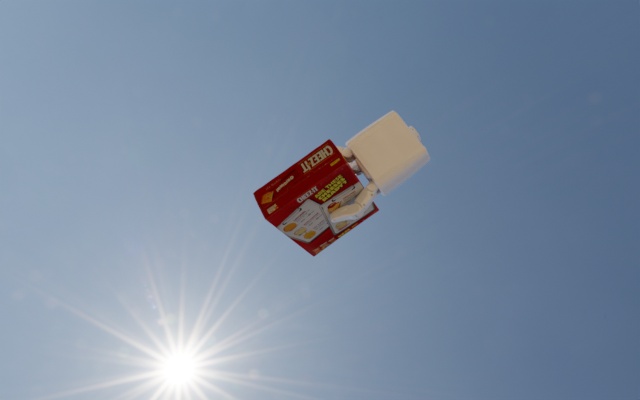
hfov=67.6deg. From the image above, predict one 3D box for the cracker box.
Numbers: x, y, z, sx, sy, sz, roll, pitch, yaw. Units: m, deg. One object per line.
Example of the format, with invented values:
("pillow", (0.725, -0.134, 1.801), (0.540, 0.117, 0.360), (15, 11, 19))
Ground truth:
("cracker box", (0.000, 0.003, 0.873), (0.164, 0.072, 0.214), (-35, -31, 5))
